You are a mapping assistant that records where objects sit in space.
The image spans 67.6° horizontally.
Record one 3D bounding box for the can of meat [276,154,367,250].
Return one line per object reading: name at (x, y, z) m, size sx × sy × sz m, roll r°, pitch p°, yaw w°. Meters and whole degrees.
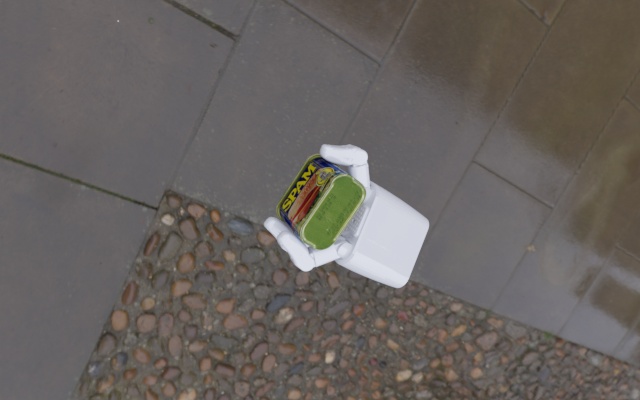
can of meat at (0.000, 0.002, 0.591) m, size 0.057 × 0.102 × 0.084 m, roll 32°, pitch 5°, yaw -30°
